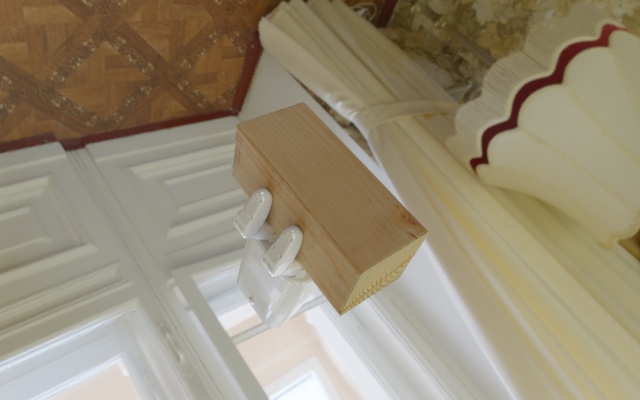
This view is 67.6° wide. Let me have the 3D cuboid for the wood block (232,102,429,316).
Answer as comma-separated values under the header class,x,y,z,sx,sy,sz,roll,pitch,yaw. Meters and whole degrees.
class,x,y,z,sx,sy,sz,roll,pitch,yaw
wood block,0.000,0.002,0.506,0.091,0.206,0.090,-25,-29,-31
